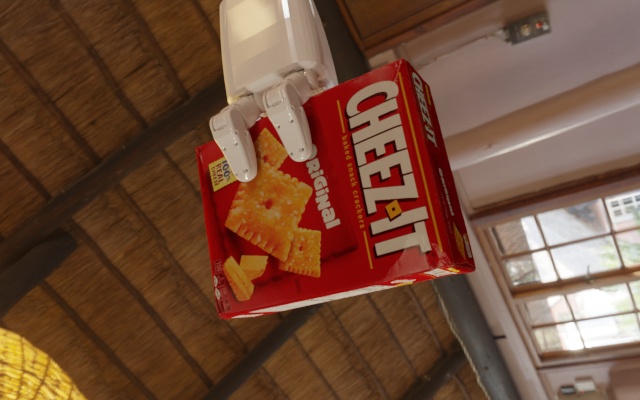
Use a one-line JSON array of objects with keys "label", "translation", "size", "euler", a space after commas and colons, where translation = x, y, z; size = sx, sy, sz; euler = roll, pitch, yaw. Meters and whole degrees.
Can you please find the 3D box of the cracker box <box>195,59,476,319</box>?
[{"label": "cracker box", "translation": [0.000, 0.001, 0.407], "size": [0.214, 0.164, 0.072], "euler": [-18, -16, 27]}]
